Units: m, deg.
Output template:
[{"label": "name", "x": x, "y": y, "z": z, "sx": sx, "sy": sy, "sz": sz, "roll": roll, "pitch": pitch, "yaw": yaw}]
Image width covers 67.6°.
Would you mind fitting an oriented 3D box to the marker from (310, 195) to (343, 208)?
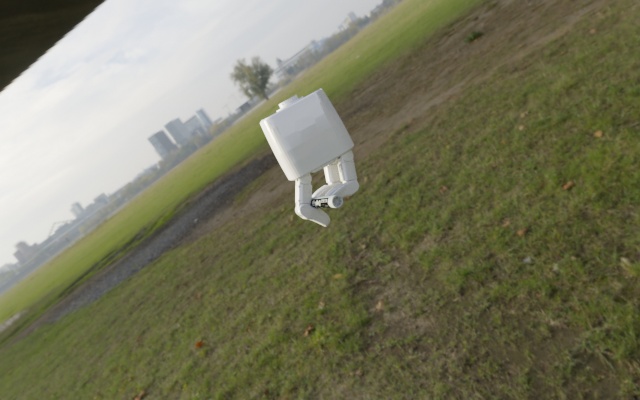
[{"label": "marker", "x": 0.000, "y": 0.002, "z": 0.743, "sx": 0.020, "sy": 0.020, "sz": 0.121, "roll": 0, "pitch": -1, "yaw": -24}]
